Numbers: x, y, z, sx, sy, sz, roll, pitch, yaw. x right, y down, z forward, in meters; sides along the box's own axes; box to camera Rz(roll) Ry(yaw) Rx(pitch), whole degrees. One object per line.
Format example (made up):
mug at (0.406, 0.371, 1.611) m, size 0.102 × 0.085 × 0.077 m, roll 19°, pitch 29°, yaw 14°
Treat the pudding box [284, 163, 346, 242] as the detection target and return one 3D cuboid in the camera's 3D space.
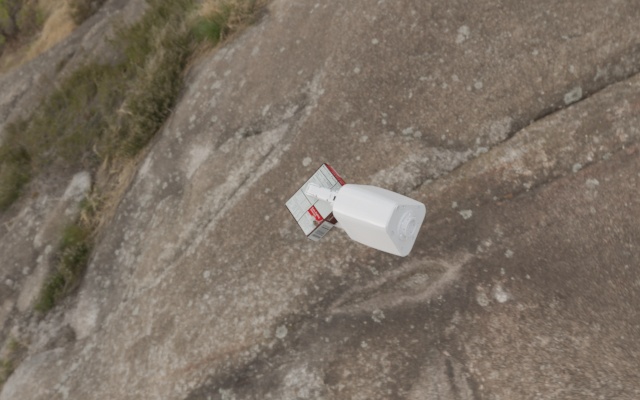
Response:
pudding box at (0.000, 0.003, 0.856) m, size 0.039 × 0.113 × 0.090 m, roll 29°, pitch 21°, yaw -53°
